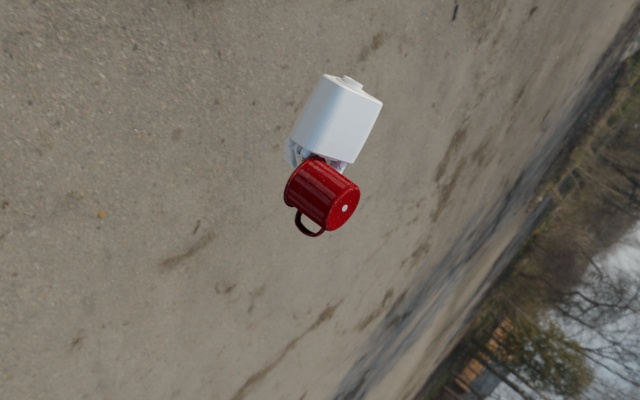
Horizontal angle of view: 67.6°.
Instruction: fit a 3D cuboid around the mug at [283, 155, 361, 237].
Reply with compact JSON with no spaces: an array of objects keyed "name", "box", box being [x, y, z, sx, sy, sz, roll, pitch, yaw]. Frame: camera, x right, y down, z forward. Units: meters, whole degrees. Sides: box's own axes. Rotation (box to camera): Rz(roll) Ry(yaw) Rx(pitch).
[{"name":"mug","box":[0.000,0.004,0.718,0.081,0.117,0.093,37,20,26]}]
